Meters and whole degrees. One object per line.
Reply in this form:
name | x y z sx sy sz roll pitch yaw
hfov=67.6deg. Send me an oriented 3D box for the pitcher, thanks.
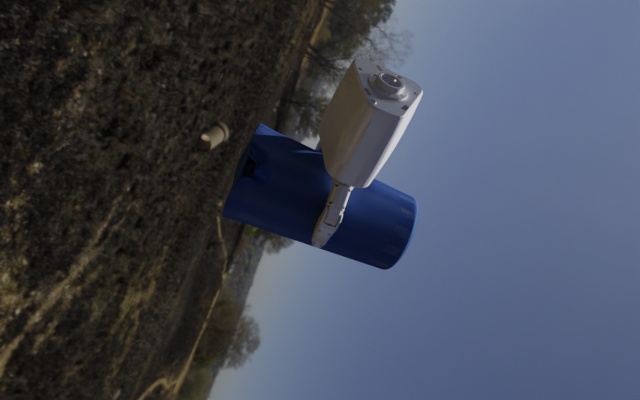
pitcher | 0.000 0.002 0.653 0.243 0.145 0.149 22 40 -6
